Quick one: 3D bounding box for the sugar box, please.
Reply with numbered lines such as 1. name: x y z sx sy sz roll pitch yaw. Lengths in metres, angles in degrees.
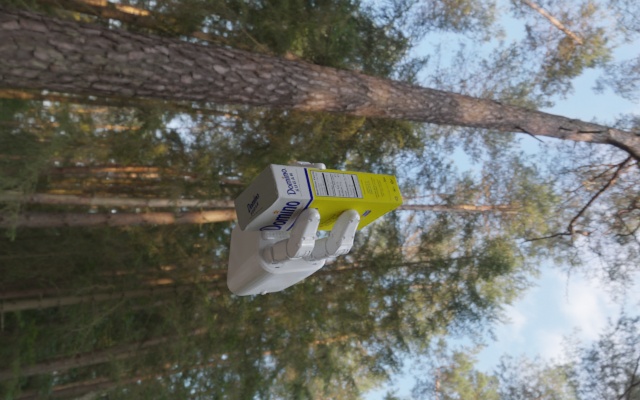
1. sugar box: 0.000 0.002 0.554 0.176 0.048 0.093 -1 -24 -36
